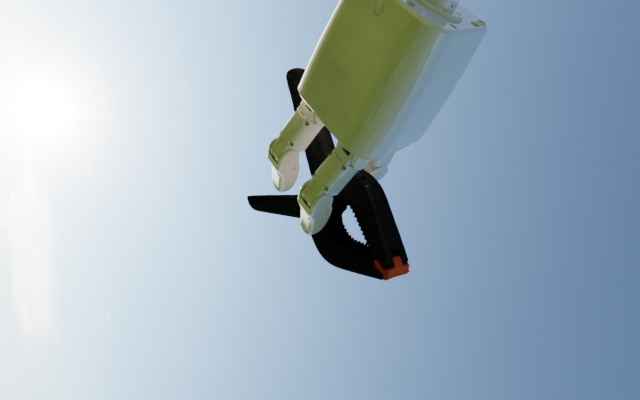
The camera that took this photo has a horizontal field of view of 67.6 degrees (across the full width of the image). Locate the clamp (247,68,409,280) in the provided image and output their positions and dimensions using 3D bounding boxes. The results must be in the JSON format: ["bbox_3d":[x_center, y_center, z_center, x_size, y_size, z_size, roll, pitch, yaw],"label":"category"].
[{"bbox_3d":[0.001,0.002,0.447,0.036,0.210,0.165,-10,-39,-39],"label":"clamp"}]
